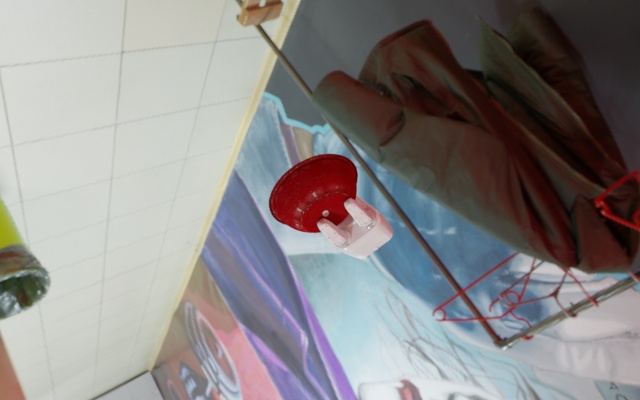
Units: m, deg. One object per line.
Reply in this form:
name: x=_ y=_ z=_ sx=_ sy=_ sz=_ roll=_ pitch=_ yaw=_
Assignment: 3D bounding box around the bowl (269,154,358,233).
bowl: x=-0.001 y=0.003 z=0.779 sx=0.162 sy=0.162 sz=0.055 roll=0 pitch=43 yaw=-33
